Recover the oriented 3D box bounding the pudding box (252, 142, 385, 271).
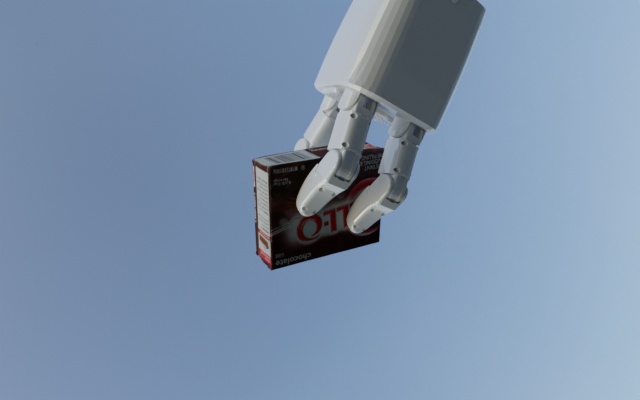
[{"bbox_3d":[0.000,0.001,0.409,0.113,0.090,0.039,-11,23,-26],"label":"pudding box"}]
